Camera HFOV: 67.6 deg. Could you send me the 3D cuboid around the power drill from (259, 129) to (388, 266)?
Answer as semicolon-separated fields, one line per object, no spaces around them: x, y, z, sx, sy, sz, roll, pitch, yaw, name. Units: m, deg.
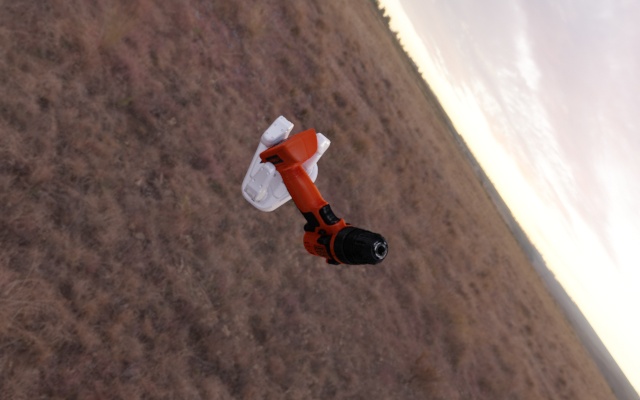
0.000;0.002;0.636;0.057;0.188;0.184;-32;13;-26;power drill
